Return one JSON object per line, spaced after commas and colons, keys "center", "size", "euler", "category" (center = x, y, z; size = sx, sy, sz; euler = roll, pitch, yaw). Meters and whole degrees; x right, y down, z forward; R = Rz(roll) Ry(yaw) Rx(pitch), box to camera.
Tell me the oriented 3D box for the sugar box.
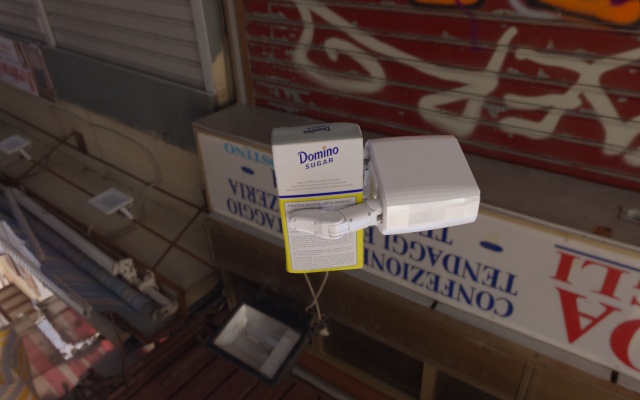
{"center": [0.000, 0.002, 0.535], "size": [0.093, 0.176, 0.048], "euler": [-4, 33, -2], "category": "sugar box"}
